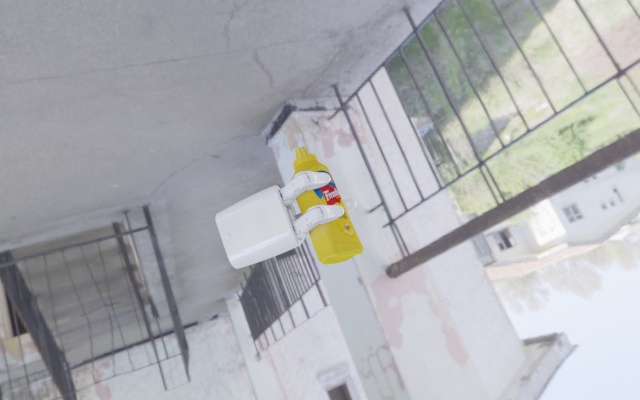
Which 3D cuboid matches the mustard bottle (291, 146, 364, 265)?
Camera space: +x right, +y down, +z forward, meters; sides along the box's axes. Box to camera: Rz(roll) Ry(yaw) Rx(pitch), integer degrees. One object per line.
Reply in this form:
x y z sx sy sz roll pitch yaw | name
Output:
0.001 0.003 0.747 0.058 0.191 0.096 -31 -18 28 | mustard bottle
